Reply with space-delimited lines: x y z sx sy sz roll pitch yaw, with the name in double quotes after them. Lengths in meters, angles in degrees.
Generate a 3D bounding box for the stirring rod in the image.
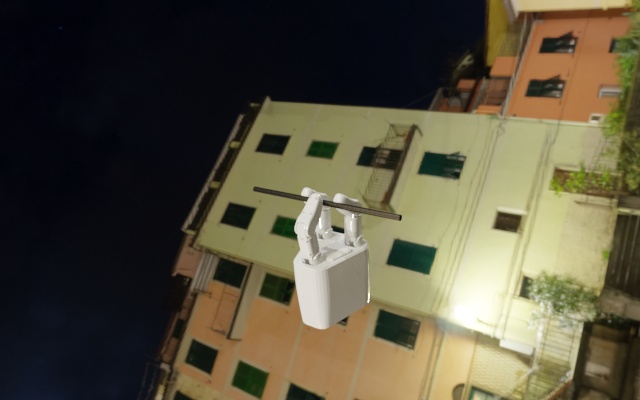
0.000 0.002 0.658 0.239 0.011 0.011 11 6 32 "stirring rod"
